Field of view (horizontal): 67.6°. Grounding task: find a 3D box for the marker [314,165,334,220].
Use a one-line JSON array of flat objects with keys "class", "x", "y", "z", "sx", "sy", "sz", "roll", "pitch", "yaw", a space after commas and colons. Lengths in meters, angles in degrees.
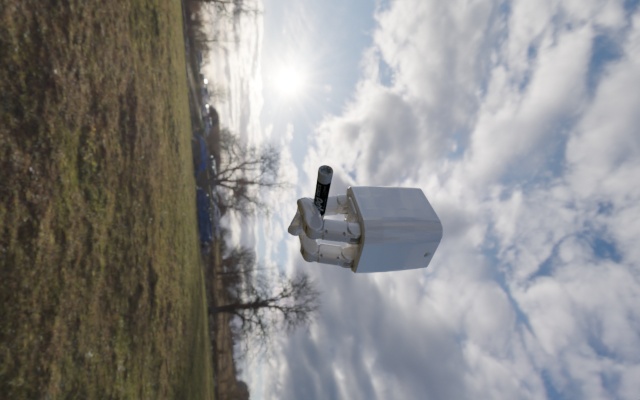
[{"class": "marker", "x": 0.000, "y": 0.002, "z": 0.613, "sx": 0.020, "sy": 0.020, "sz": 0.121, "roll": 0, "pitch": -39, "yaw": -8}]
